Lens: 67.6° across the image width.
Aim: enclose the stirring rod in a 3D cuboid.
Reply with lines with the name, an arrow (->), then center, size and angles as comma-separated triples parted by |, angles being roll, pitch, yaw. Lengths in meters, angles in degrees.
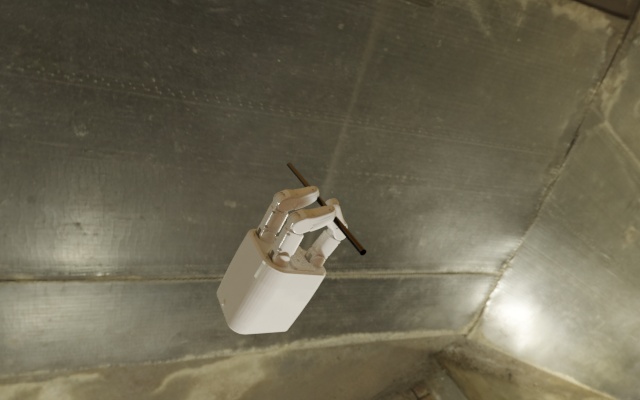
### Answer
stirring rod -> 0.000, 0.002, 0.625 | 0.011, 0.011, 0.239 | 0, 28, -26
